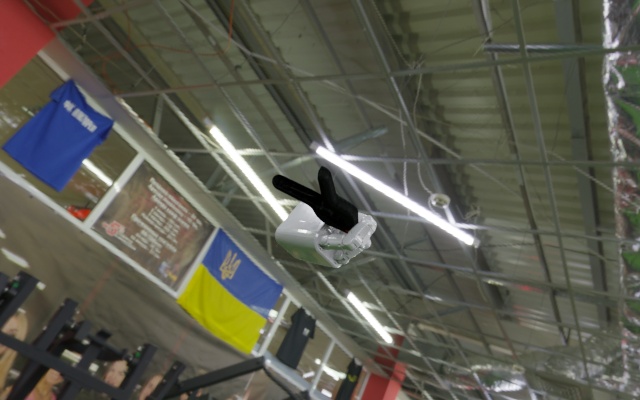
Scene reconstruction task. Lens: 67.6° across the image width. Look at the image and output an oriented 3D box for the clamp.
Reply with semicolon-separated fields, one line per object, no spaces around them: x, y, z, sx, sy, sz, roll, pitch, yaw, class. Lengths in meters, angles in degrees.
0.001;0.002;0.796;0.120;0.039;0.172;6;-33;40;clamp
